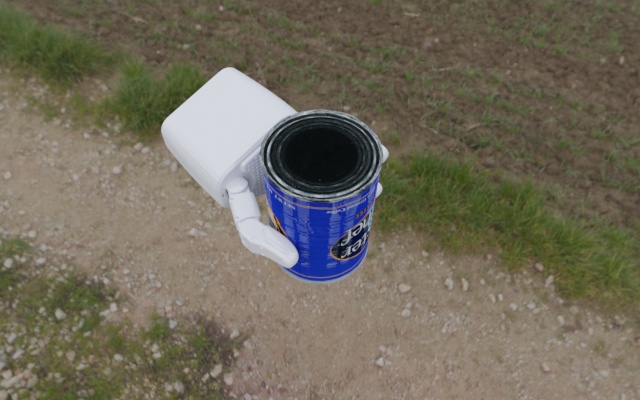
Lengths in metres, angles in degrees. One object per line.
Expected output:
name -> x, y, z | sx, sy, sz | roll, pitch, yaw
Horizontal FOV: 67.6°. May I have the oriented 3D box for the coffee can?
coffee can -> 0.000, 0.002, 0.449 | 0.103, 0.102, 0.140 | 0, -37, -1
